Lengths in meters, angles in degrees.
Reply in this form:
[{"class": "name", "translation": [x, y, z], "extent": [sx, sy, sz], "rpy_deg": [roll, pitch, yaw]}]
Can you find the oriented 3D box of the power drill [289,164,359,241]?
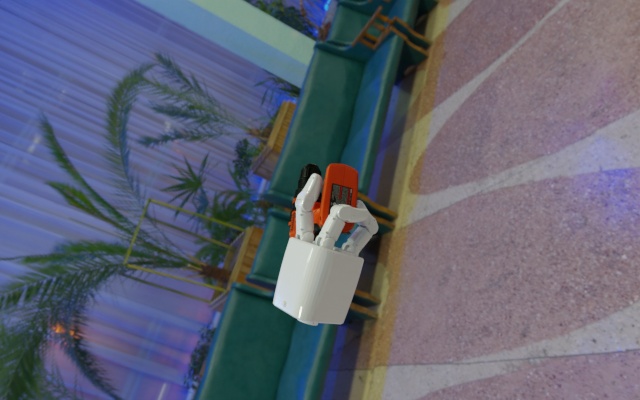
[{"class": "power drill", "translation": [0.000, 0.003, 0.802], "extent": [0.057, 0.184, 0.188], "rpy_deg": [11, -18, -18]}]
